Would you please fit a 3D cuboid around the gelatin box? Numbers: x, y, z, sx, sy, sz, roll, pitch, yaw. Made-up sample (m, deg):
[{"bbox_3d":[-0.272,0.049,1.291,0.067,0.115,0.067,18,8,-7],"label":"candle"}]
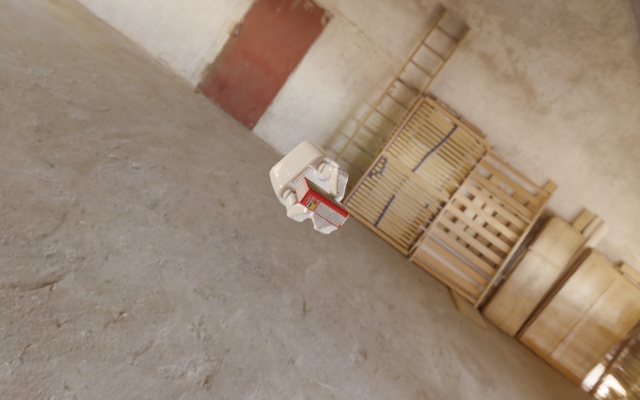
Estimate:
[{"bbox_3d":[0.000,0.002,0.738,0.073,0.030,0.089,33,8,-14],"label":"gelatin box"}]
